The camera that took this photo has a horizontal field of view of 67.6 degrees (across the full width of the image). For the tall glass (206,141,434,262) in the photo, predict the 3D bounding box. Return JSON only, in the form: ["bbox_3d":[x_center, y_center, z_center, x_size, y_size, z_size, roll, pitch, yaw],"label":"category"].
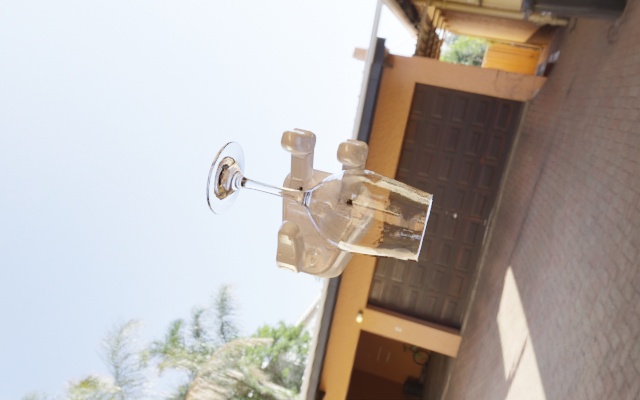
[{"bbox_3d":[-0.001,0.001,0.449,0.201,0.079,0.079,14,3,14],"label":"tall glass"}]
